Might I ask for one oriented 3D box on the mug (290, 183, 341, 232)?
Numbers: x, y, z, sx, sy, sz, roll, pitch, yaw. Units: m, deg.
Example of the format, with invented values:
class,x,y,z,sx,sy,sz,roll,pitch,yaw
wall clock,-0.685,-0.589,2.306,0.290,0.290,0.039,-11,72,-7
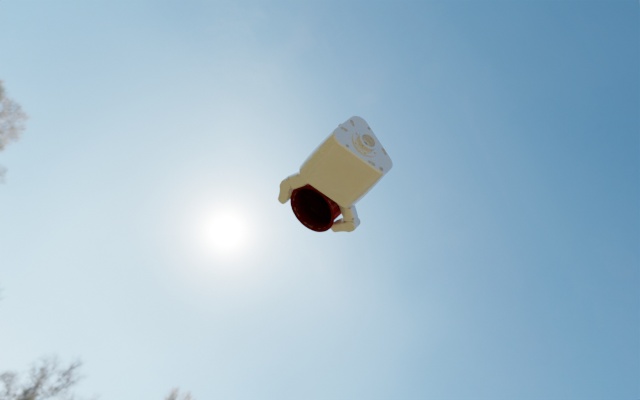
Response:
class,x,y,z,sx,sy,sz,roll,pitch,yaw
mug,0.000,0.003,0.866,0.081,0.093,0.117,-40,-2,-44
